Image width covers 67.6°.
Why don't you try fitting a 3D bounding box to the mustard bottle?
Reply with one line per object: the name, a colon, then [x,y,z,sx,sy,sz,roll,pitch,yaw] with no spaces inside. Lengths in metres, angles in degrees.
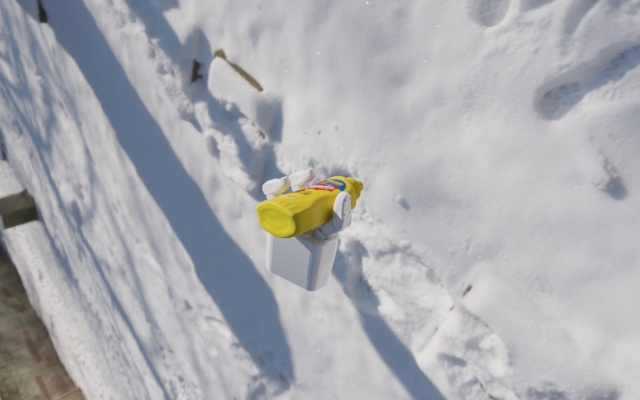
mustard bottle: [0.000,0.002,0.760,0.191,0.058,0.096,-21,19,-40]
